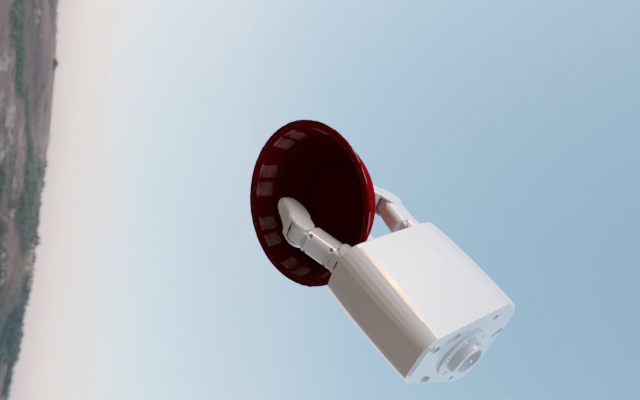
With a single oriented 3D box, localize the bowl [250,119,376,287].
[{"bbox_3d":[0.000,0.001,0.480,0.162,0.162,0.055,0,4,43],"label":"bowl"}]
